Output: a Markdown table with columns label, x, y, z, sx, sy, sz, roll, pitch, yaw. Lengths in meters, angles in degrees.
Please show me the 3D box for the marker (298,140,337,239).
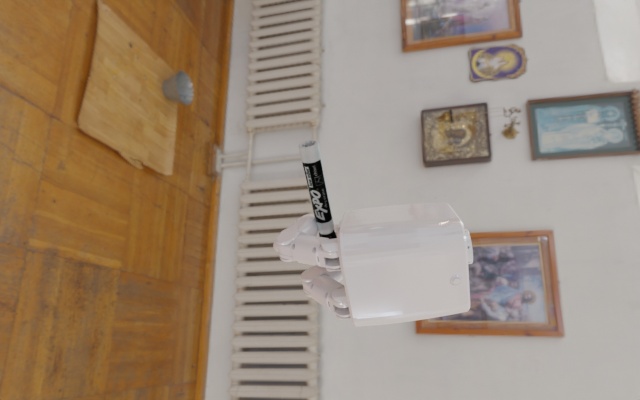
| label | x | y | z | sx | sy | sz | roll | pitch | yaw |
| --- | --- | --- | --- | --- | --- | --- | --- | --- | --- |
| marker | 0.000 | 0.002 | 0.457 | 0.020 | 0.121 | 0.020 | -9 | 27 | 5 |
